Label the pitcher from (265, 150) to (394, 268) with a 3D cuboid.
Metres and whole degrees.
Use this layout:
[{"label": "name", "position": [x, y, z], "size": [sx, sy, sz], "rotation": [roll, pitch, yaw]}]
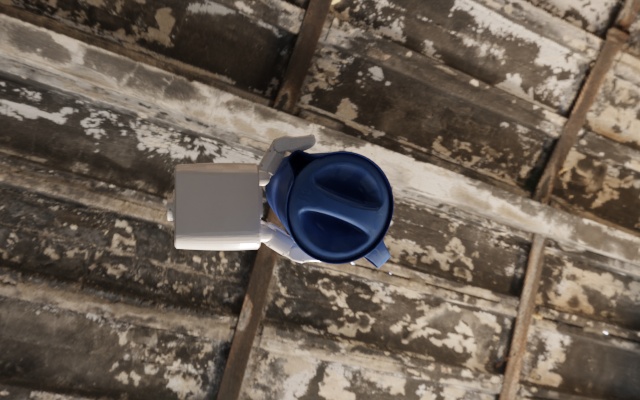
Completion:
[{"label": "pitcher", "position": [0.000, 0.002, 0.664], "size": [0.145, 0.149, 0.243], "rotation": [0, 8, -15]}]
